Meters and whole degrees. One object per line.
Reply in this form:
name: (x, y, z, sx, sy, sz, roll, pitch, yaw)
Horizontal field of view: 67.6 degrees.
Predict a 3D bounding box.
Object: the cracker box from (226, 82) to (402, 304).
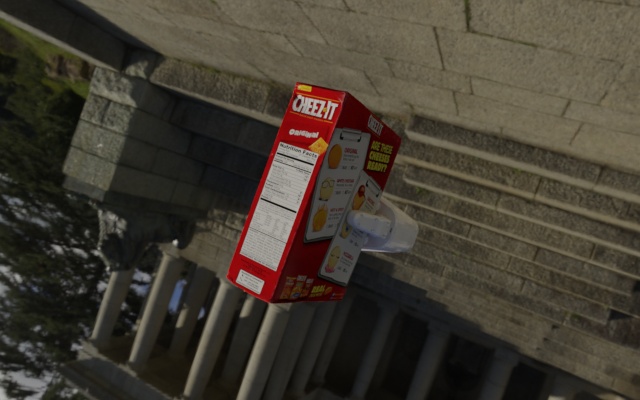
cracker box: (0.000, 0.002, 0.528, 0.072, 0.213, 0.164, 20, 0, 29)
